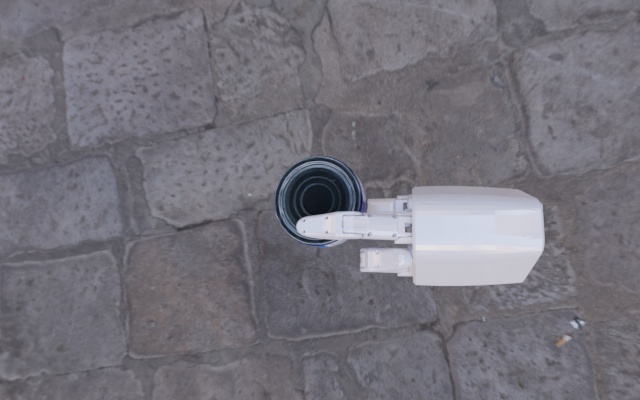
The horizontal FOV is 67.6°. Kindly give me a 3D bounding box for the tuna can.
[{"bbox_3d":[0.000,0.001,0.453,0.086,0.086,0.034,0,-7,14],"label":"tuna can"}]
